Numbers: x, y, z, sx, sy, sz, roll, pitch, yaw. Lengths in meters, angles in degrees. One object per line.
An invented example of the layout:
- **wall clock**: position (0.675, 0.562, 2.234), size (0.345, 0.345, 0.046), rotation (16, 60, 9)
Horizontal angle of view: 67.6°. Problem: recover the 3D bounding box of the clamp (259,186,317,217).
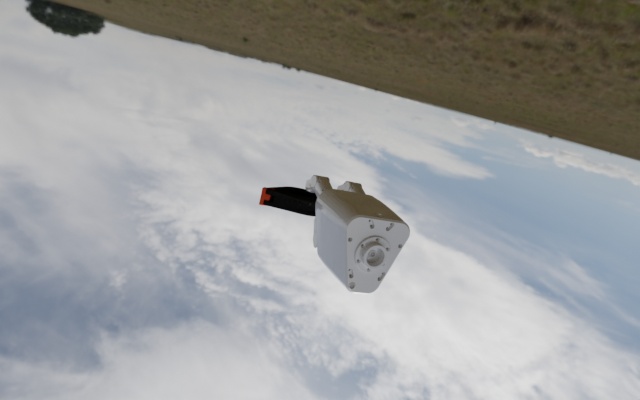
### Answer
- **clamp**: position (0.000, 0.003, 0.773), size (0.210, 0.036, 0.164), rotation (9, 12, -22)
